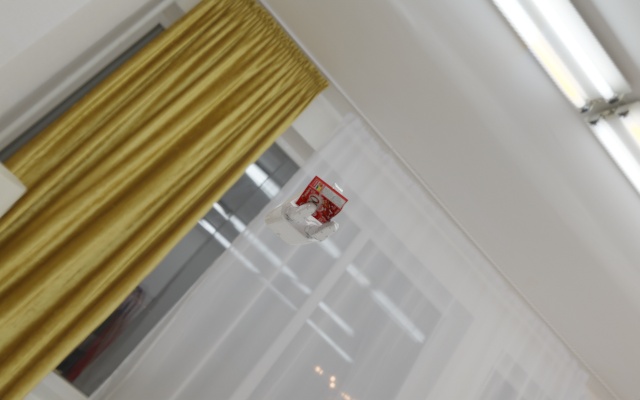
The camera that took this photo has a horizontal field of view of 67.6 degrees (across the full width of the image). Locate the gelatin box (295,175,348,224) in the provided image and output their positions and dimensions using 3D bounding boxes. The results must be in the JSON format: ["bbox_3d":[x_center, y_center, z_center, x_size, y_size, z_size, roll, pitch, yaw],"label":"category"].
[{"bbox_3d":[0.000,0.002,0.865,0.073,0.030,0.089,38,-29,-2],"label":"gelatin box"}]
